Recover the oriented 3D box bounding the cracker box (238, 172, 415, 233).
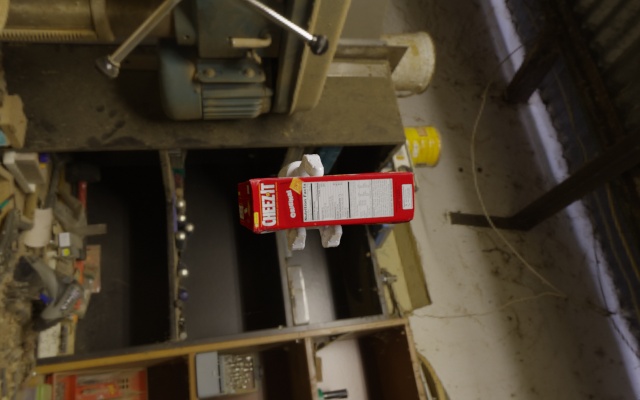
[{"bbox_3d":[0.000,0.002,0.666,0.214,0.072,0.164,-4,1,-14],"label":"cracker box"}]
